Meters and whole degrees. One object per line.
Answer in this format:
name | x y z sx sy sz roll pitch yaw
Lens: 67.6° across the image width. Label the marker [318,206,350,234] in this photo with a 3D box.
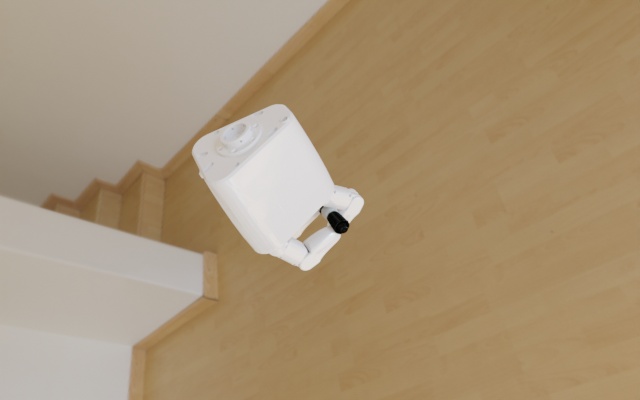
marker | 0.000 0.002 0.565 0.020 0.020 0.121 0 30 -30
